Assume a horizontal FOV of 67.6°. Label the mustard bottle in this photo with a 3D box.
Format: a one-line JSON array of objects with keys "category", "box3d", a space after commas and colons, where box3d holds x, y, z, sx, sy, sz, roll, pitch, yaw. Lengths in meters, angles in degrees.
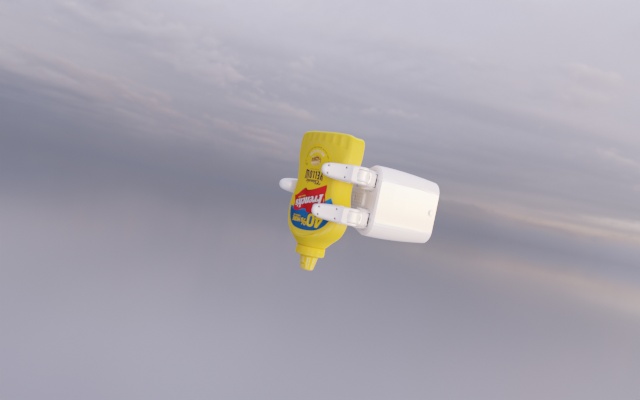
[{"category": "mustard bottle", "box3d": [0.000, 0.002, 0.667, 0.096, 0.191, 0.058, 11, 0, 40]}]
